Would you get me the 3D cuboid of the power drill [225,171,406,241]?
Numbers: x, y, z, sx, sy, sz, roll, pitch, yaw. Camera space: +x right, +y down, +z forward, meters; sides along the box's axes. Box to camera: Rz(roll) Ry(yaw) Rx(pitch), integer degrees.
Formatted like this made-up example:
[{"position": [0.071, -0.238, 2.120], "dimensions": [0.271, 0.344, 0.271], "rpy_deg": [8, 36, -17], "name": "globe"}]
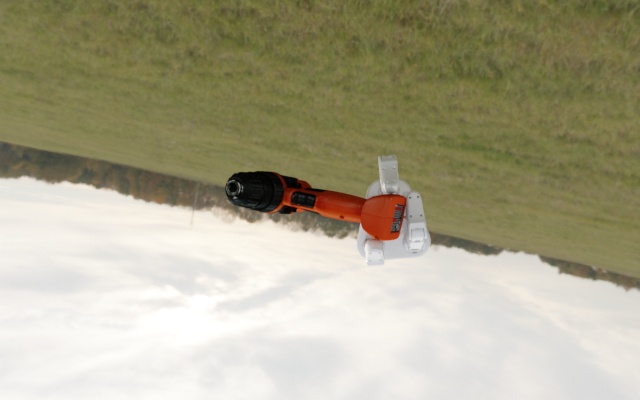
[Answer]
[{"position": [0.001, 0.002, 0.582], "dimensions": [0.187, 0.057, 0.184], "rpy_deg": [13, 5, 22], "name": "power drill"}]
